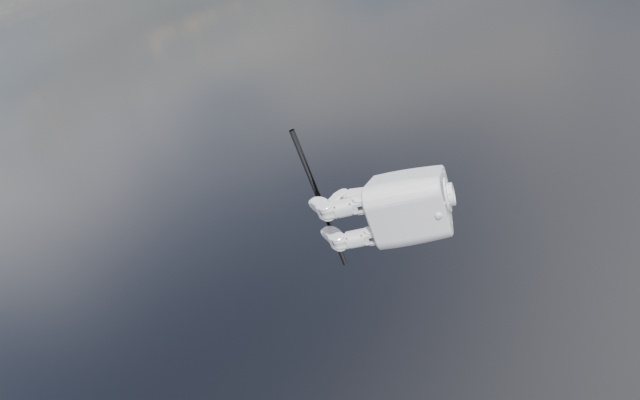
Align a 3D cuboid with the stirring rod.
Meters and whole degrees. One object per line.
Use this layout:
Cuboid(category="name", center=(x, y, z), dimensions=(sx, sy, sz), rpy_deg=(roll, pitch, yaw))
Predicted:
Cuboid(category="stirring rod", center=(0.000, 0.002, 0.714), dimensions=(0.011, 0.240, 0.011), rpy_deg=(-17, 28, 9))
